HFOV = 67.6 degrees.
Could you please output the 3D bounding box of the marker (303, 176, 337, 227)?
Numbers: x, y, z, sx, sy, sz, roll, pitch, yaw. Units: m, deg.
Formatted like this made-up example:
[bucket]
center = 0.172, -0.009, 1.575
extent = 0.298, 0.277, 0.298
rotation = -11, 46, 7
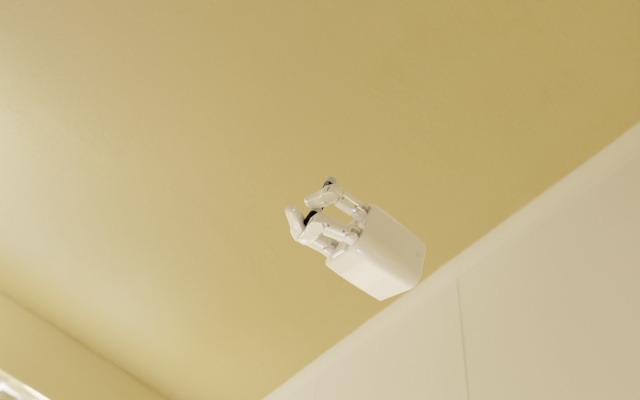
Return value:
[marker]
center = 0.000, 0.002, 0.741
extent = 0.020, 0.020, 0.121
rotation = 0, 35, 22
